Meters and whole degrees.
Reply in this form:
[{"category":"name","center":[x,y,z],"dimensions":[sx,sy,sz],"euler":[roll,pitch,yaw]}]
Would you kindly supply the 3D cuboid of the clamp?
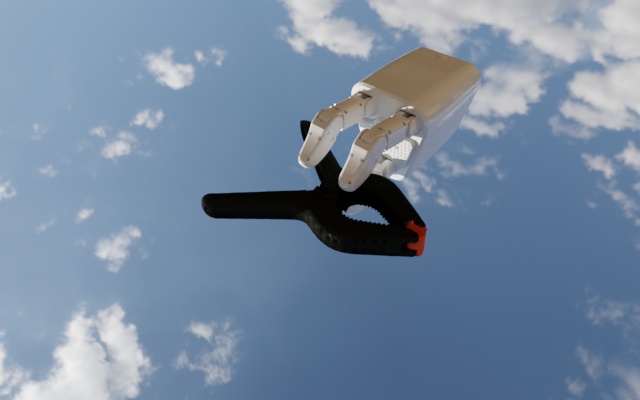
[{"category":"clamp","center":[0.001,0.002,0.459],"dimensions":[0.210,0.036,0.164],"euler":[33,57,32]}]
